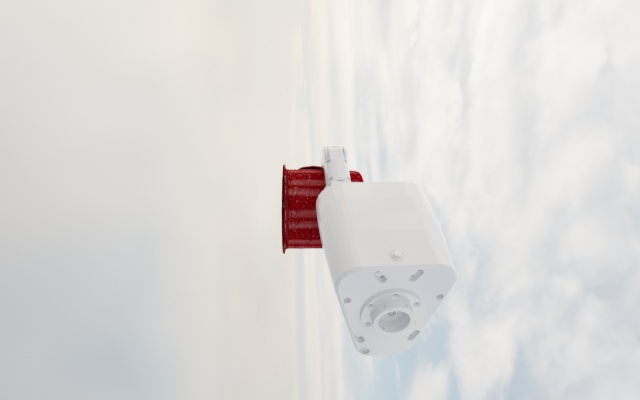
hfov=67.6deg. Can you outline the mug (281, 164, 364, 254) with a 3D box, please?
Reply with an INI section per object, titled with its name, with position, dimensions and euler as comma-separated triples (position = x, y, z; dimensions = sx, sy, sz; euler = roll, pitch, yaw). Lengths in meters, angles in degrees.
[mug]
position = 0.000, 0.001, 0.509
dimensions = 0.081, 0.093, 0.117
euler = 0, 37, -6
